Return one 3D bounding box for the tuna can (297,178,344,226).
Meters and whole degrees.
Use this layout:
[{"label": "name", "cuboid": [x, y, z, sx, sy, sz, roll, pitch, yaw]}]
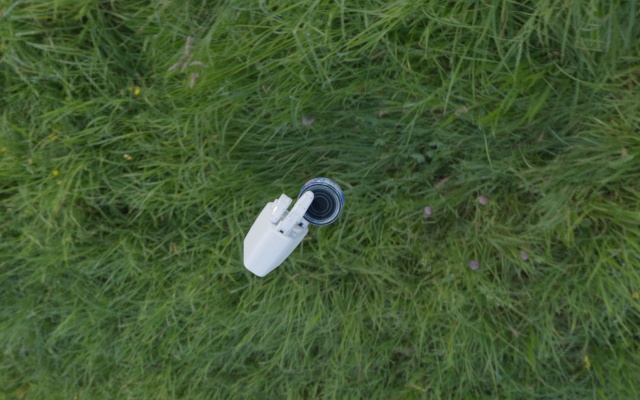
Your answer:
[{"label": "tuna can", "cuboid": [0.000, 0.003, 0.889, 0.086, 0.086, 0.033, 0, 18, 7]}]
